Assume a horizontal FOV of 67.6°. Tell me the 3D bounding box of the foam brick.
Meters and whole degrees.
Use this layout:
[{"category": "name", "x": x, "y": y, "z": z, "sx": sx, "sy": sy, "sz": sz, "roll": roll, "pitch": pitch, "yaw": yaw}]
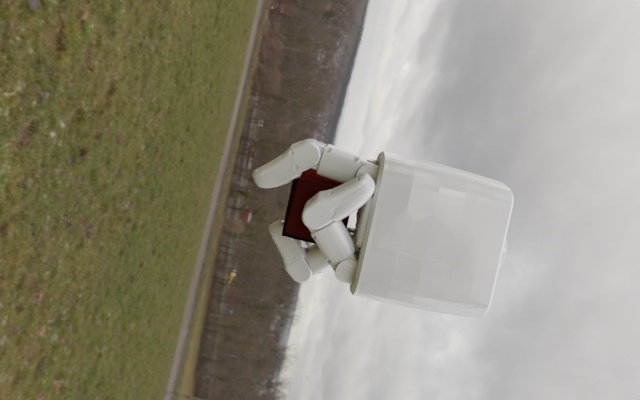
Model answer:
[{"category": "foam brick", "x": 0.000, "y": 0.001, "z": 0.420, "sx": 0.051, "sy": 0.053, "sz": 0.078, "roll": 13, "pitch": 17, "yaw": 0}]
